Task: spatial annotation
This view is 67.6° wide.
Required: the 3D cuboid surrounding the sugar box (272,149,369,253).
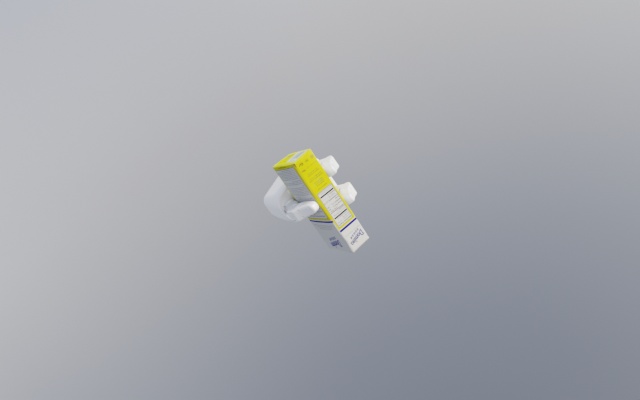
[{"bbox_3d":[0.000,0.002,0.782,0.048,0.176,0.093,-42,17,-19],"label":"sugar box"}]
